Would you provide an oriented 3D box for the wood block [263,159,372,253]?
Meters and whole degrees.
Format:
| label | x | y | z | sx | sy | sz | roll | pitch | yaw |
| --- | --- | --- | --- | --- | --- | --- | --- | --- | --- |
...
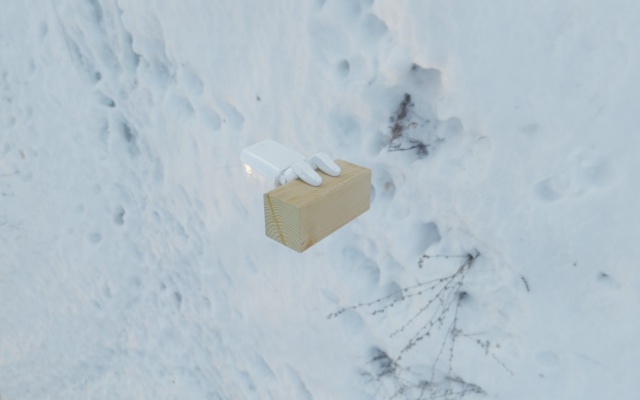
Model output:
| label | x | y | z | sx | sy | sz | roll | pitch | yaw |
| --- | --- | --- | --- | --- | --- | --- | --- | --- | --- |
| wood block | 0.000 | 0.003 | 0.889 | 0.090 | 0.091 | 0.206 | 22 | 35 | 34 |
